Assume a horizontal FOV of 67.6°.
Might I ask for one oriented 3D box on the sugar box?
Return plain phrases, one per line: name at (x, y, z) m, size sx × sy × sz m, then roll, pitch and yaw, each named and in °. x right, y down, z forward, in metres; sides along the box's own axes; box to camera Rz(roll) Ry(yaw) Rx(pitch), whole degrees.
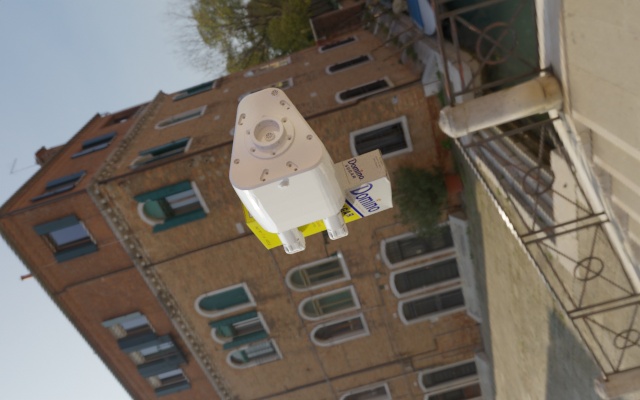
sugar box at (0.000, 0.002, 0.596) m, size 0.176 × 0.048 × 0.093 m, roll -17°, pitch -27°, yaw 4°
